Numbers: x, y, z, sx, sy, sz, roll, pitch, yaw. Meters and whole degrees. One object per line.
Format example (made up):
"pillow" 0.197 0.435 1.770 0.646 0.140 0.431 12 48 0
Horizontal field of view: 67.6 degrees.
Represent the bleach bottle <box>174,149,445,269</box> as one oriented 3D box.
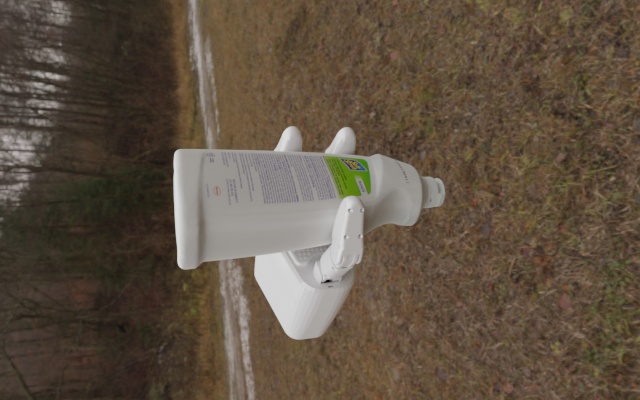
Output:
"bleach bottle" 0.000 0.001 0.431 0.251 0.102 0.068 -2 -41 -19
